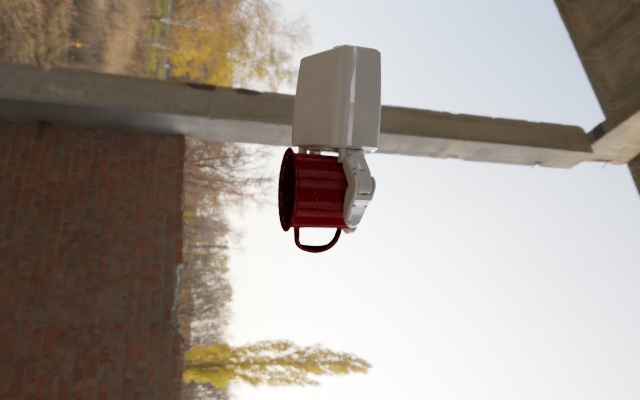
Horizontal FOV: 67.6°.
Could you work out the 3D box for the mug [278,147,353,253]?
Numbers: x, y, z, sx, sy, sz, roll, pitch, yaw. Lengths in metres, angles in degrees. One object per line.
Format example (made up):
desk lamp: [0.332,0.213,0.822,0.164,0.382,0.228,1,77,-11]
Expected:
mug: [0.000,0.003,0.534,0.081,0.117,0.093,2,5,-16]
